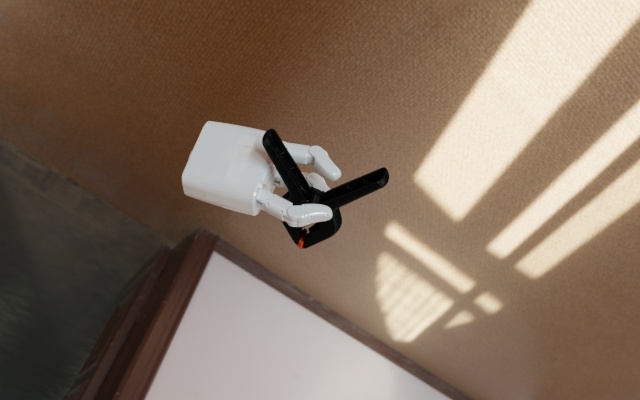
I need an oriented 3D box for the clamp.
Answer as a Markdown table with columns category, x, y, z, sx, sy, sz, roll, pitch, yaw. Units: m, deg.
| category | x | y | z | sx | sy | sz | roll | pitch | yaw |
| --- | --- | --- | --- | --- | --- | --- | --- | --- | --- |
| clamp | 0.000 | 0.003 | 0.656 | 0.164 | 0.036 | 0.210 | 16 | -40 | 8 |
